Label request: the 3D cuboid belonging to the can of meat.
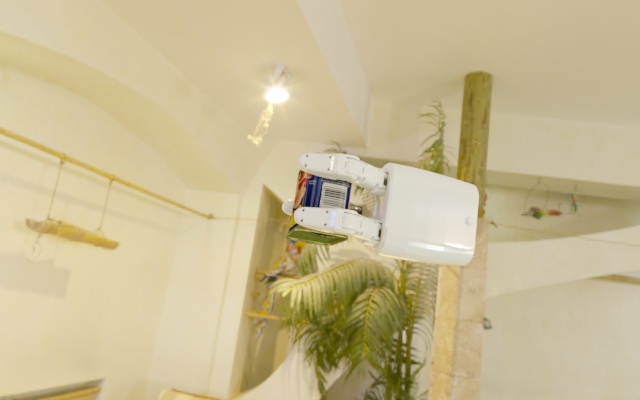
[{"bbox_3d":[0.000,0.001,0.527,0.057,0.084,0.102,11,-12,-10],"label":"can of meat"}]
